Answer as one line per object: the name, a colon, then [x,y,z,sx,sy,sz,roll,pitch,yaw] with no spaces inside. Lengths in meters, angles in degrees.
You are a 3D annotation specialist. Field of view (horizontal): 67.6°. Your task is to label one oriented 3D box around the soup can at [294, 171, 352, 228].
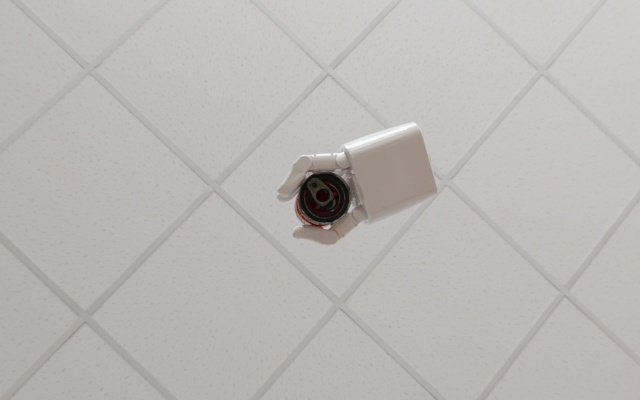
soup can: [0.000,0.002,0.648,0.068,0.068,0.102,0,-7,-7]
